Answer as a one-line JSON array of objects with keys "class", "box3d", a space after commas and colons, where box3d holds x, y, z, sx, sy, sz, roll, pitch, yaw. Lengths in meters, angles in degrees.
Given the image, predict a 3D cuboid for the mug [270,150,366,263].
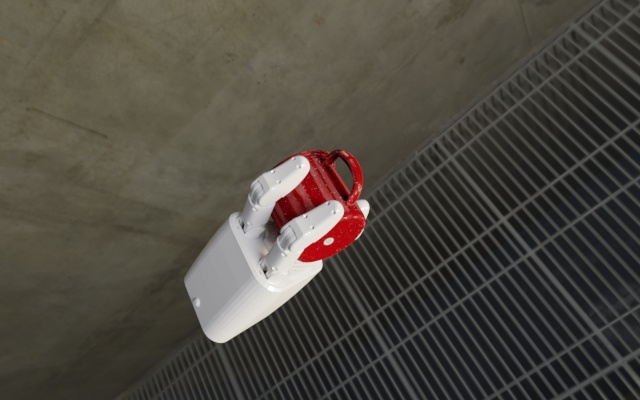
[{"class": "mug", "box3d": [0.001, 0.001, 0.480, 0.093, 0.081, 0.117, 4, -43, -50]}]
